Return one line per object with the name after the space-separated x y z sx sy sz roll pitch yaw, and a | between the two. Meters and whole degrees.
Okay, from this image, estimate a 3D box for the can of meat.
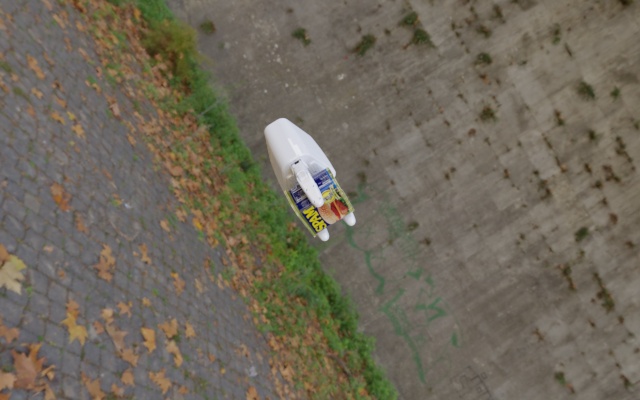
0.000 0.002 0.803 0.084 0.057 0.102 -31 -40 2 | can of meat
